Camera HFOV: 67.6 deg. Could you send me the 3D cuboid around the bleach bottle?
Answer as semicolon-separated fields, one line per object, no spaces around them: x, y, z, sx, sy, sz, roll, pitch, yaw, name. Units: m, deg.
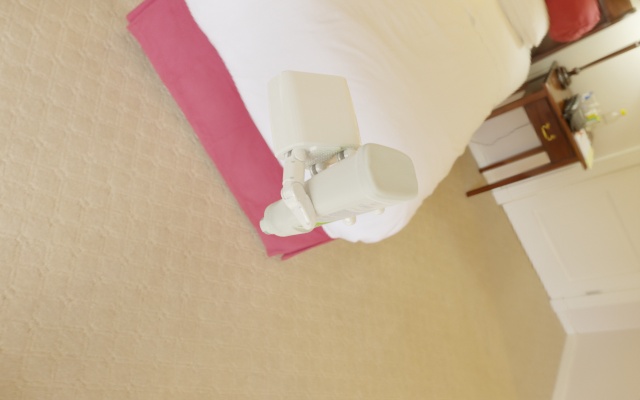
0.000;0.002;0.636;0.102;0.068;0.251;7;-21;-45;bleach bottle
